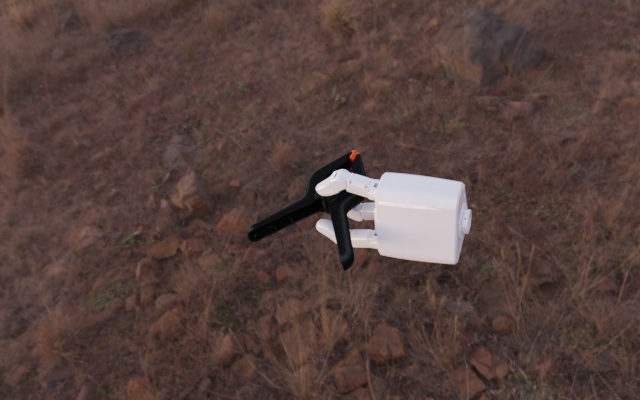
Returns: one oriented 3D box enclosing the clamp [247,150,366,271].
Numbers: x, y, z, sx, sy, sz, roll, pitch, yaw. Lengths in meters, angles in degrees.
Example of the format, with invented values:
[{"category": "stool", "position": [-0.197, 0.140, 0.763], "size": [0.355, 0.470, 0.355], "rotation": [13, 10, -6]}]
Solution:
[{"category": "clamp", "position": [0.000, 0.001, 0.697], "size": [0.164, 0.210, 0.036], "rotation": [9, -41, 23]}]
